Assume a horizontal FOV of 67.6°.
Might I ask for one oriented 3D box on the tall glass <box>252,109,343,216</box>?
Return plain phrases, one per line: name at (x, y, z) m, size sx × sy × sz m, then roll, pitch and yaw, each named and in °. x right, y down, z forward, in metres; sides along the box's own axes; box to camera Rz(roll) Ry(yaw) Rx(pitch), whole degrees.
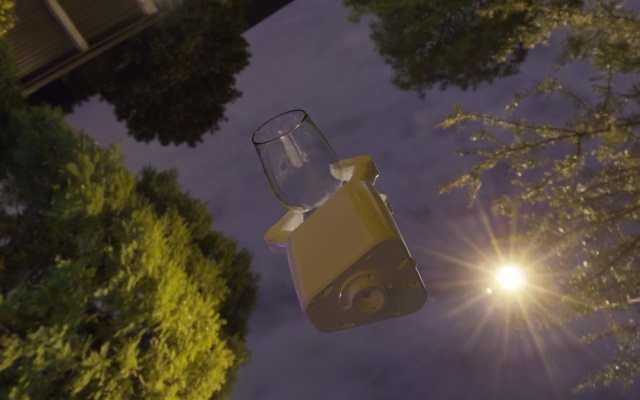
tall glass at (0.000, 0.002, 0.526) m, size 0.079 × 0.201 × 0.079 m, roll -22°, pitch 30°, yaw 13°
